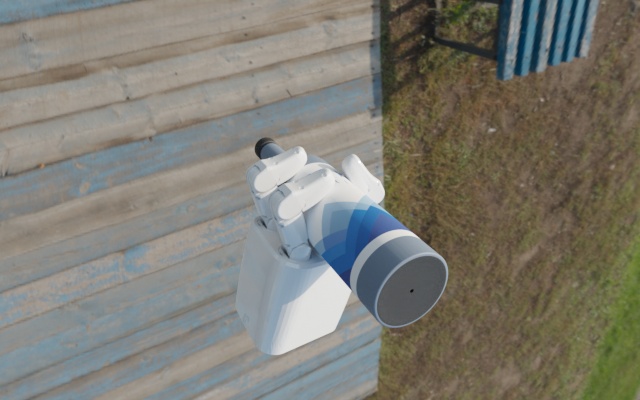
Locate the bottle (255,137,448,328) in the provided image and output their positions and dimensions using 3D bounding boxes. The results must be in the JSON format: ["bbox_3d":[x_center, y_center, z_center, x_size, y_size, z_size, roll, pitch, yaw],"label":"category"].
[{"bbox_3d":[0.000,0.002,0.461,0.069,0.069,0.295,0,26,-31],"label":"bottle"}]
